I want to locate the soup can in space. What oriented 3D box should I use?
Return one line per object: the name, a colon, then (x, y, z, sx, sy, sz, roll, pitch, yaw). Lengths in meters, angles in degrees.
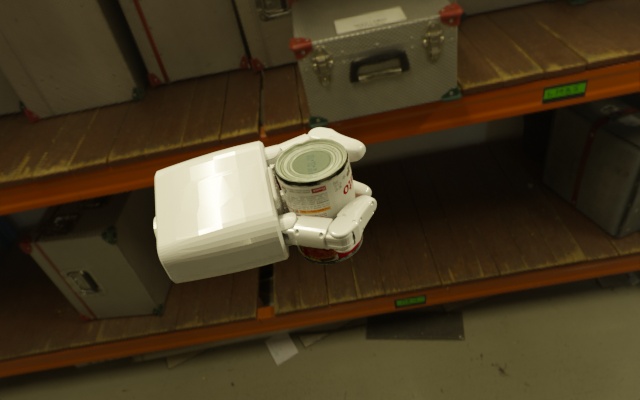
soup can: (0.001, 0.001, 0.449, 0.068, 0.102, 0.068, -8, 40, 7)
